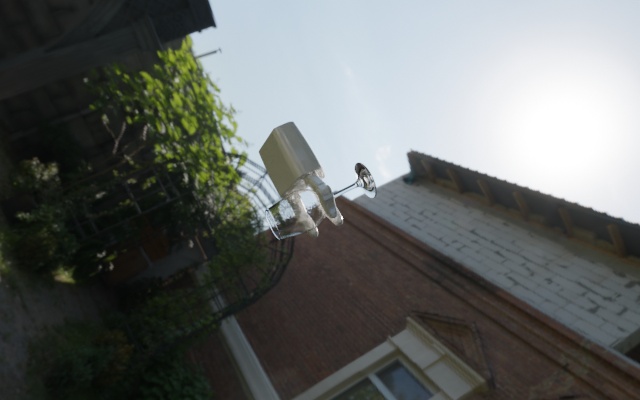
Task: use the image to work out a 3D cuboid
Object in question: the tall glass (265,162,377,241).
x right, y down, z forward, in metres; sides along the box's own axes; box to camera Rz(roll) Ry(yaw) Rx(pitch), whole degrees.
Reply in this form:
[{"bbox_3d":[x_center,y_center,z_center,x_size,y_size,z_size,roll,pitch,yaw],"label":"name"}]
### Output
[{"bbox_3d":[0.001,0.003,0.880,0.201,0.079,0.079,-26,8,-16],"label":"tall glass"}]
